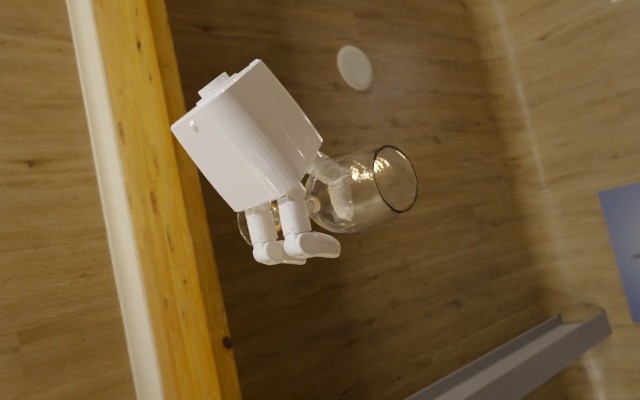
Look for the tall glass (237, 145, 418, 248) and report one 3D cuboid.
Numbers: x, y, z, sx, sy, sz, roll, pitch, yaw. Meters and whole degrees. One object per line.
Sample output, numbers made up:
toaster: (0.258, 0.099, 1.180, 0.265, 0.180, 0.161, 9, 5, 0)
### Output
tall glass: (0.000, 0.002, 0.490, 0.079, 0.079, 0.201, 0, -12, -44)
